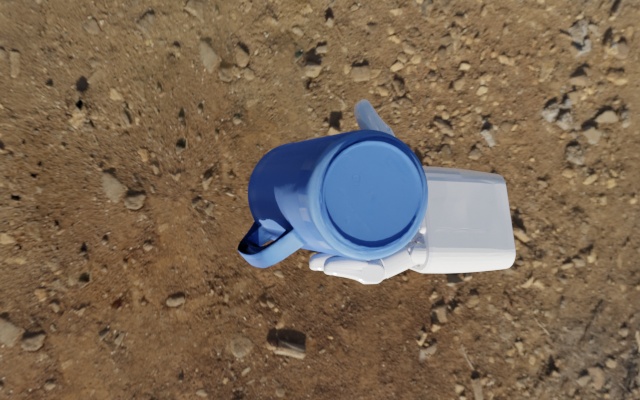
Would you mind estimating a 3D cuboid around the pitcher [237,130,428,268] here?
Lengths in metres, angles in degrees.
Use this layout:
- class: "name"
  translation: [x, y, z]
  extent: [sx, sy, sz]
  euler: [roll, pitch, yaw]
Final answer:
- class: "pitcher"
  translation: [0.000, 0.002, 0.496]
  extent: [0.145, 0.149, 0.243]
  euler: [4, 0, -17]
